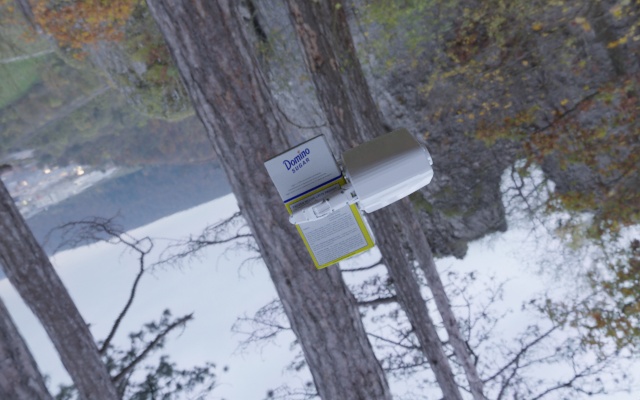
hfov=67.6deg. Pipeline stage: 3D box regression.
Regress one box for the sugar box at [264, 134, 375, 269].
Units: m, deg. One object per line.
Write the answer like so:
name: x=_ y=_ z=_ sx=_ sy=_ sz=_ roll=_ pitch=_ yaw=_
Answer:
sugar box: x=0.000 y=0.002 z=0.687 sx=0.093 sy=0.176 sz=0.048 roll=-24 pitch=8 yaw=9
